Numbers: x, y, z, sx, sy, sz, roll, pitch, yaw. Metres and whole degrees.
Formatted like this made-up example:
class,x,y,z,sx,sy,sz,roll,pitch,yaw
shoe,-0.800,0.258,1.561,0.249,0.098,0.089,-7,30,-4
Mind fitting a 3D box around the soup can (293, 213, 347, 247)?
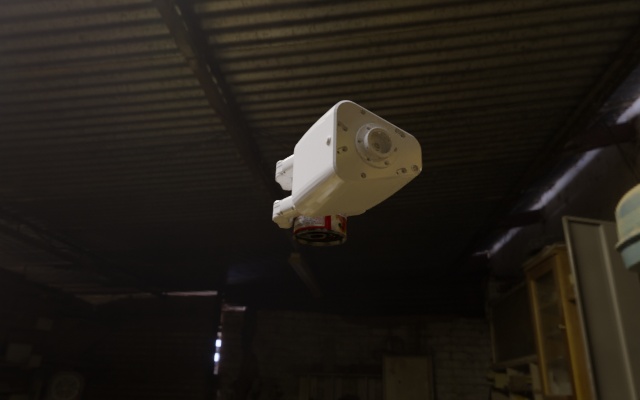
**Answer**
class,x,y,z,sx,sy,sz,roll,pitch,yaw
soup can,0.000,0.002,0.623,0.068,0.102,0.068,1,-21,0
